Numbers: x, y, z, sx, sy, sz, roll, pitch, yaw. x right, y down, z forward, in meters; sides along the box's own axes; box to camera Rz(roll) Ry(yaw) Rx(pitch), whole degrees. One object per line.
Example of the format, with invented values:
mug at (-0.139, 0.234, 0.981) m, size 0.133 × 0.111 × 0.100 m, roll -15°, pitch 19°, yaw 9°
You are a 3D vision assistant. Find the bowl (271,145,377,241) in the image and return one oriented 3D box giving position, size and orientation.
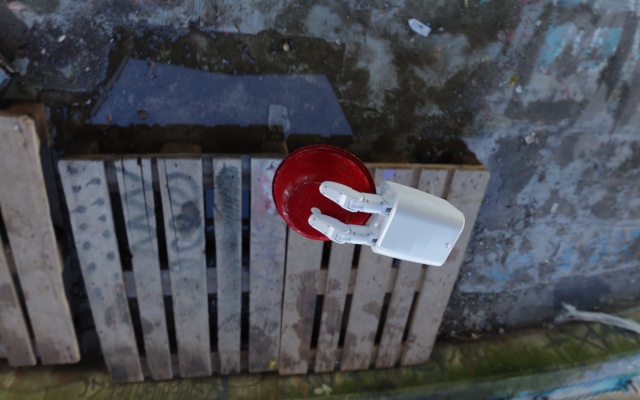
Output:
bowl at (-0.001, 0.002, 0.703) m, size 0.162 × 0.162 × 0.055 m, roll 0°, pitch 28°, yaw 11°
